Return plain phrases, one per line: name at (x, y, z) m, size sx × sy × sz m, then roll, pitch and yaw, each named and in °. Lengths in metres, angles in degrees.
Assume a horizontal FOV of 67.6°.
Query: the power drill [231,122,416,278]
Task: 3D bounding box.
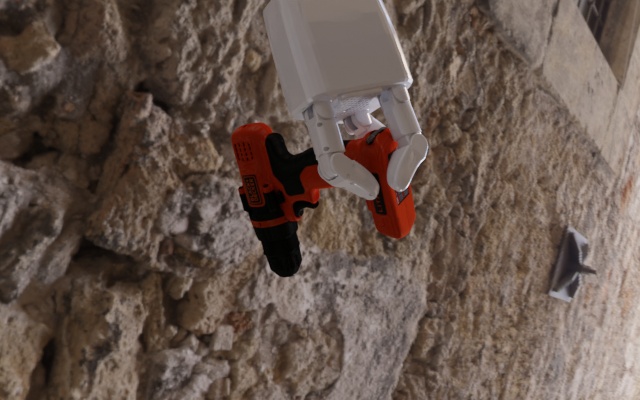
power drill at (0.000, 0.001, 0.505) m, size 0.187 × 0.184 × 0.057 m, roll -3°, pitch 22°, yaw 29°
